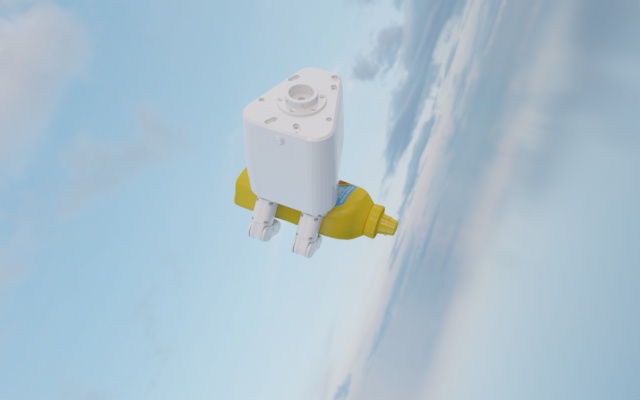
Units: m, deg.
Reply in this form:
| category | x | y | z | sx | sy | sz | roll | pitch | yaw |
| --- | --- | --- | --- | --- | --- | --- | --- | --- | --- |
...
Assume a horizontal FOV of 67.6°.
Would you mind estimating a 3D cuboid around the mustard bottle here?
| category | x | y | z | sx | sy | sz | roll | pitch | yaw |
| --- | --- | --- | --- | --- | --- | --- | --- | --- | --- |
| mustard bottle | 0.000 | 0.002 | 0.575 | 0.191 | 0.058 | 0.096 | 19 | 27 | 15 |
